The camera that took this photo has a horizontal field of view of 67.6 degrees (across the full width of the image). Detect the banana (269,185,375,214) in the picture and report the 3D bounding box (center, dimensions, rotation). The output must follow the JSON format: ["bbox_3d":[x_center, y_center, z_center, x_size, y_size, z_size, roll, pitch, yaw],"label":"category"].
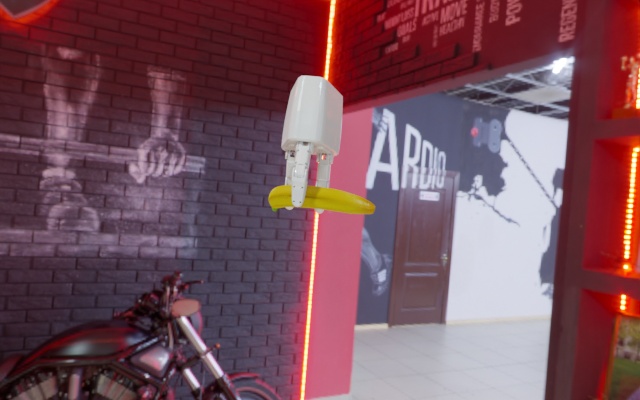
[{"bbox_3d":[-0.012,-0.002,0.770,0.198,0.037,0.070,3,-12,30],"label":"banana"}]
